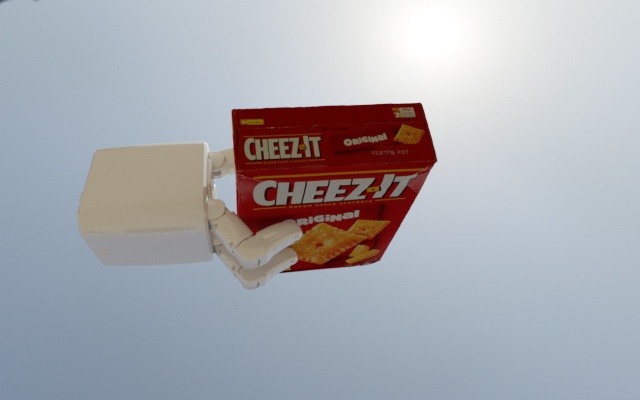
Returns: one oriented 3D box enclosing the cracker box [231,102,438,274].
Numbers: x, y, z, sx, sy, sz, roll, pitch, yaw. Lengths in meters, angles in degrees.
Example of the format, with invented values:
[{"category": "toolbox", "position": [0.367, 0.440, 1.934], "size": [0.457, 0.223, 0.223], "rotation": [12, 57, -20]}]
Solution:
[{"category": "cracker box", "position": [0.000, 0.001, 0.471], "size": [0.164, 0.072, 0.214], "rotation": [-4, -29, -10]}]
